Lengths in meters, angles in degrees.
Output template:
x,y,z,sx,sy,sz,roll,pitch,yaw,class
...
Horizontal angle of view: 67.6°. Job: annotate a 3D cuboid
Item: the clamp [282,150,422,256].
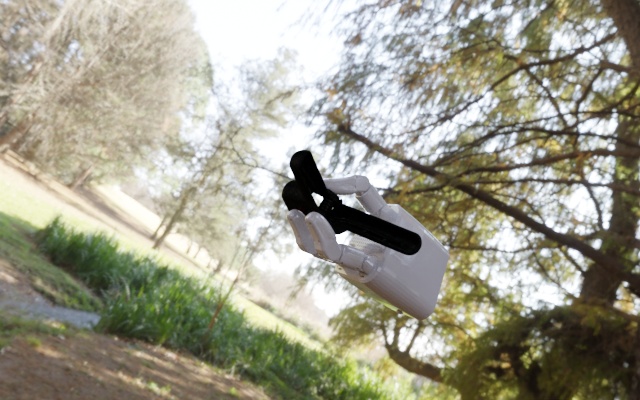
x,y,z,sx,sy,sz,roll,pitch,yaw,class
0.000,0.001,0.552,0.164,0.036,0.210,39,-15,-23,clamp
